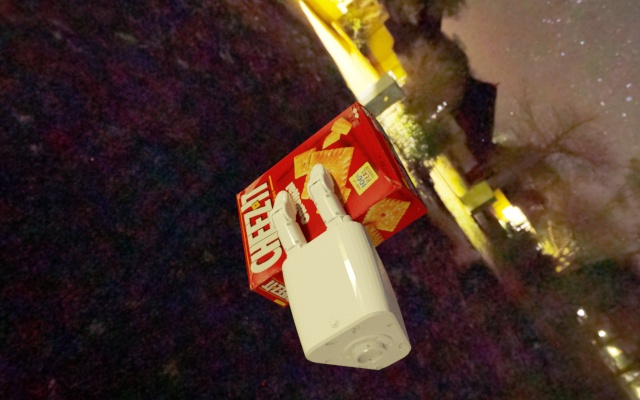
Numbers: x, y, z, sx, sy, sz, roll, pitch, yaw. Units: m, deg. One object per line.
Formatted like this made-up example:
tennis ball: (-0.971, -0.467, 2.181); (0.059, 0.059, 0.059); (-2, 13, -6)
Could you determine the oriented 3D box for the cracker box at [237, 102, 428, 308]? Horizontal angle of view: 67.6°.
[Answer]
cracker box: (0.000, 0.002, 0.582); (0.214, 0.164, 0.072); (-36, -47, 18)
